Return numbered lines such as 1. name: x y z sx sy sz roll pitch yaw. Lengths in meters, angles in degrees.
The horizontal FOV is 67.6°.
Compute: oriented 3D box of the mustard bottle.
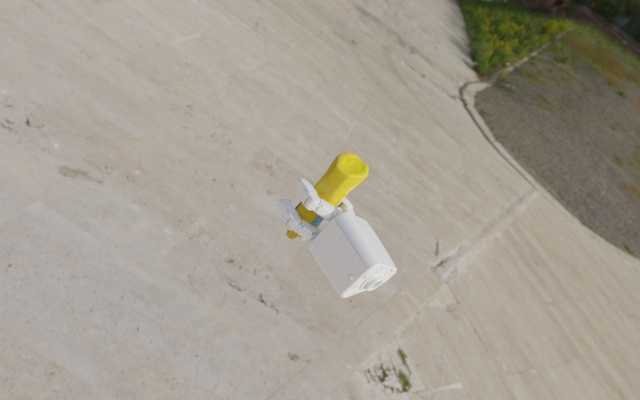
1. mustard bottle: 0.000 0.002 0.837 0.192 0.058 0.096 -49 -6 28
